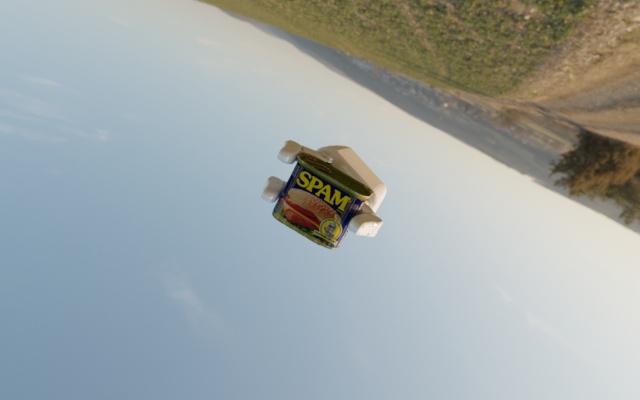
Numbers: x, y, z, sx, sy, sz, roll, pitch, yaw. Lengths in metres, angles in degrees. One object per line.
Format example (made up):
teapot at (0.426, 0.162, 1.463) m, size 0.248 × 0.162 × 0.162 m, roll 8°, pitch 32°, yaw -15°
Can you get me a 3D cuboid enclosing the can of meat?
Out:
can of meat at (0.000, 0.002, 0.599) m, size 0.102 × 0.084 × 0.057 m, roll 31°, pitch 17°, yaw 7°
